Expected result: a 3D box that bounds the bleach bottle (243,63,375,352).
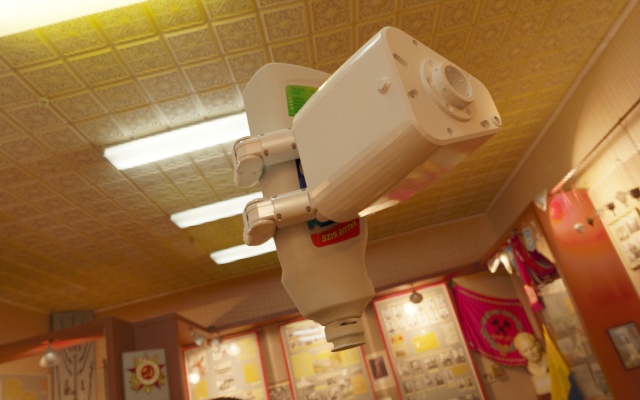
[{"bbox_3d":[0.000,0.001,0.419,0.102,0.250,0.068,4,-29,-37],"label":"bleach bottle"}]
